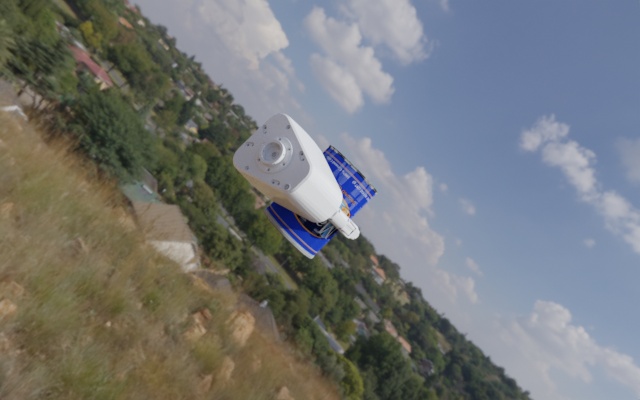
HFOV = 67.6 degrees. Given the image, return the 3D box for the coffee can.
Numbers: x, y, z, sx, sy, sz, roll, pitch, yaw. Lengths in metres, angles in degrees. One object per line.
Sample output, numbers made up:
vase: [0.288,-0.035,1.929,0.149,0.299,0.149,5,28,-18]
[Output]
coffee can: [0.000,0.003,0.716,0.140,0.103,0.103,-45,1,1]
